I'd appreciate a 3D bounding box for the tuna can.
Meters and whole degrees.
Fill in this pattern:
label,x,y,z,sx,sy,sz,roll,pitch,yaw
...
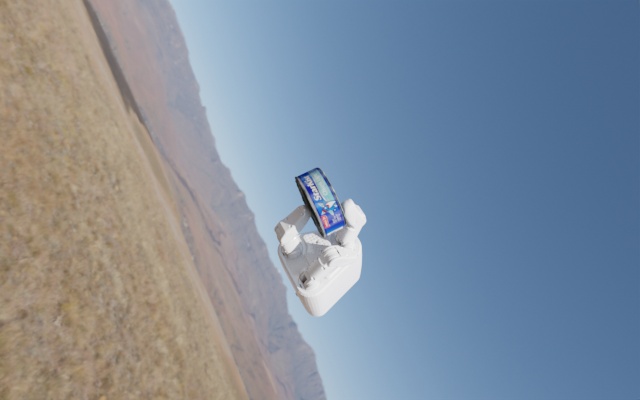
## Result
label,x,y,z,sx,sy,sz,roll,pitch,yaw
tuna can,0.001,0.002,0.607,0.034,0.086,0.086,-25,3,-6
